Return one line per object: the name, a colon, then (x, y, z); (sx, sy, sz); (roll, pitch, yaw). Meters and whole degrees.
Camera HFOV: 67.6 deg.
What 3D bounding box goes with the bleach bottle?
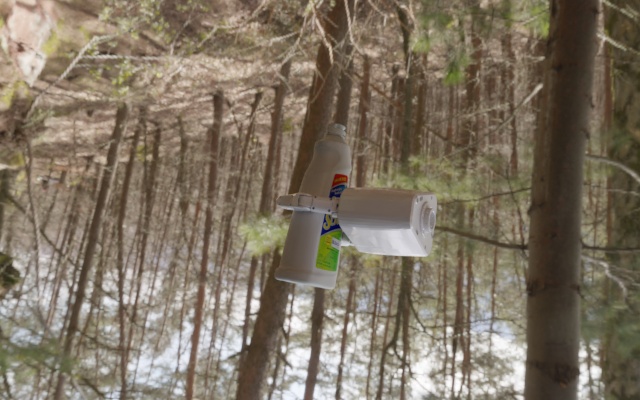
bleach bottle: (0.000, 0.002, 0.722); (0.068, 0.250, 0.102); (3, -13, 31)
